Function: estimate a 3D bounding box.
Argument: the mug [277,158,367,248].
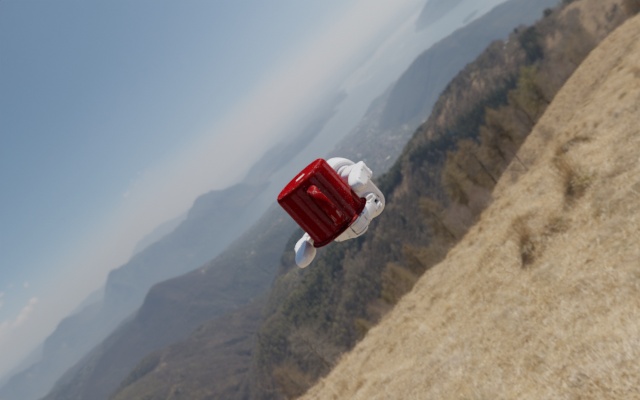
[{"bbox_3d":[0.000,0.002,0.603,0.093,0.081,0.117,-43,11,1],"label":"mug"}]
